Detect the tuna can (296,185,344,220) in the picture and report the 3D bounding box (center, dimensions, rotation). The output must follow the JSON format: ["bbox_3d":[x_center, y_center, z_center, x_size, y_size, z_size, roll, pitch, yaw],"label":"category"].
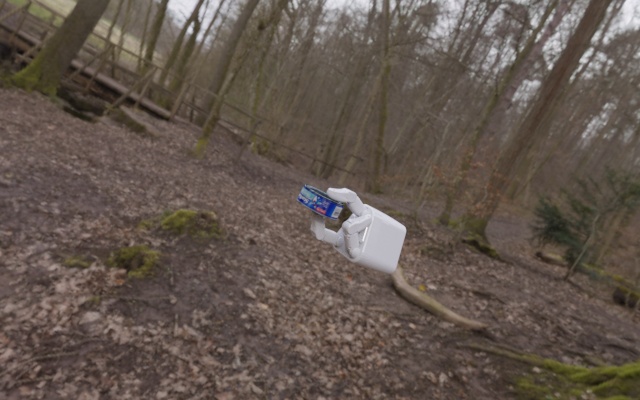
[{"bbox_3d":[0.000,0.002,0.898,0.086,0.034,0.086,27,7,-4],"label":"tuna can"}]
